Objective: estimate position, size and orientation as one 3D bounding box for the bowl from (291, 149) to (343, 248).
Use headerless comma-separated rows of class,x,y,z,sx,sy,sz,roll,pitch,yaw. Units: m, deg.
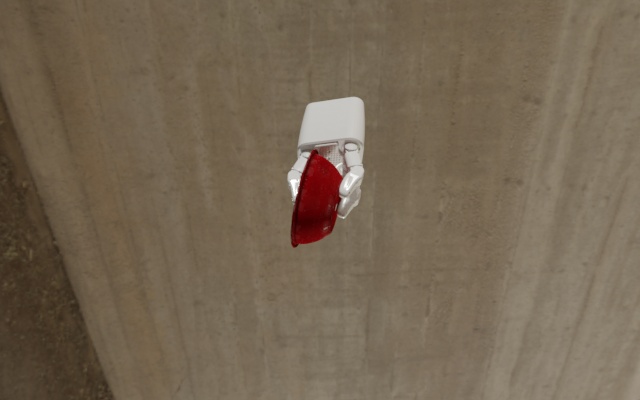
bowl,0.000,0.004,0.762,0.055,0.162,0.162,13,2,8
